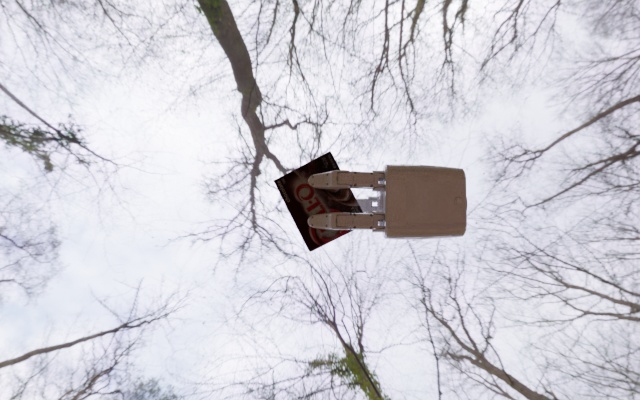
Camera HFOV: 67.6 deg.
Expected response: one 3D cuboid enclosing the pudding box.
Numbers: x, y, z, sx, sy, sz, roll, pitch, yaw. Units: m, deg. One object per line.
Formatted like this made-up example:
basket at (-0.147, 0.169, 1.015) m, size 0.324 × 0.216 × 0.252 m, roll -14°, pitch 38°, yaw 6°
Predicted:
pudding box at (0.000, 0.002, 0.665) m, size 0.090 × 0.113 × 0.039 m, roll -28°, pitch -6°, yaw 0°
